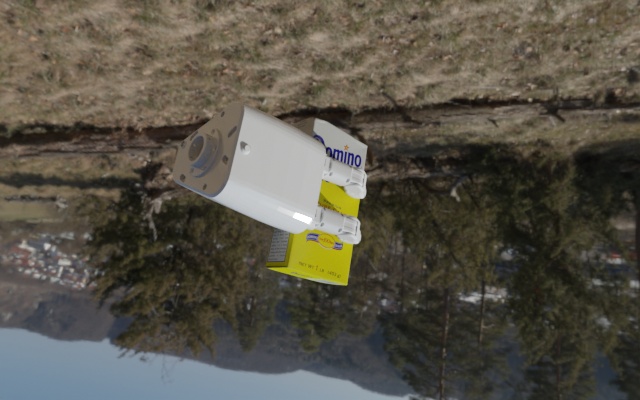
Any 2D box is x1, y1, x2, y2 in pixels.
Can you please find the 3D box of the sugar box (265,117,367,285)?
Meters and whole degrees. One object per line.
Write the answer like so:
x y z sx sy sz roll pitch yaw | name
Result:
0.000 0.002 0.551 0.093 0.176 0.048 23 -19 -39 | sugar box
